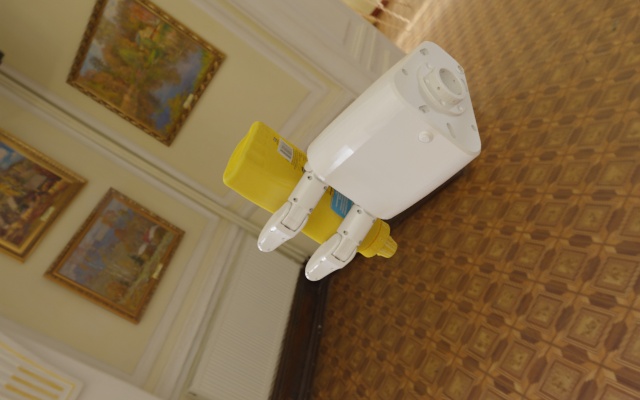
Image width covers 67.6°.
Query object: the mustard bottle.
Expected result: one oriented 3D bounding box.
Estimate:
[{"bbox_3d":[0.000,0.002,0.476,0.192,0.058,0.096,33,23,-17],"label":"mustard bottle"}]
